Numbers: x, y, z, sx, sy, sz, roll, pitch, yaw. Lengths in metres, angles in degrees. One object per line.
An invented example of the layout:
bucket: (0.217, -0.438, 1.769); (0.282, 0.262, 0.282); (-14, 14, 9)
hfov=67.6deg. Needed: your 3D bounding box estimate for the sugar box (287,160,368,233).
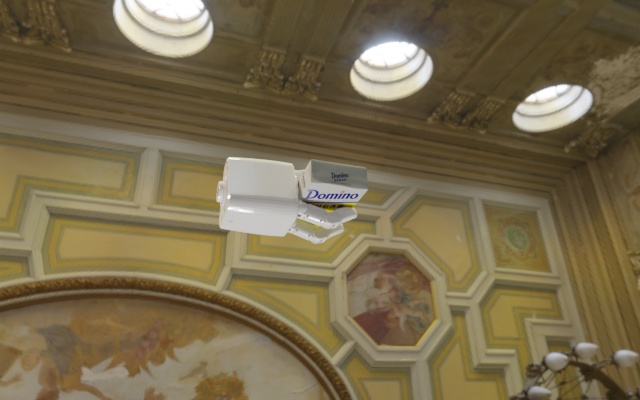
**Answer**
sugar box: (0.000, 0.003, 0.775); (0.093, 0.048, 0.176); (7, -28, -18)
